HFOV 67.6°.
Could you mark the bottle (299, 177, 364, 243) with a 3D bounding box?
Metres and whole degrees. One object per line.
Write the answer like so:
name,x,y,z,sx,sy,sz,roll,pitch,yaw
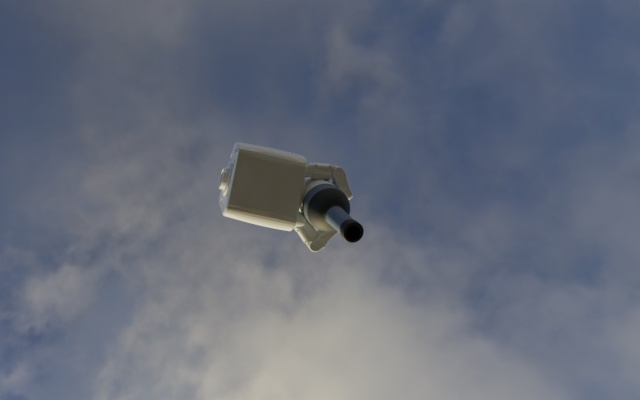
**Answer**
bottle,0.000,0.002,0.727,0.069,0.069,0.295,0,15,-17
